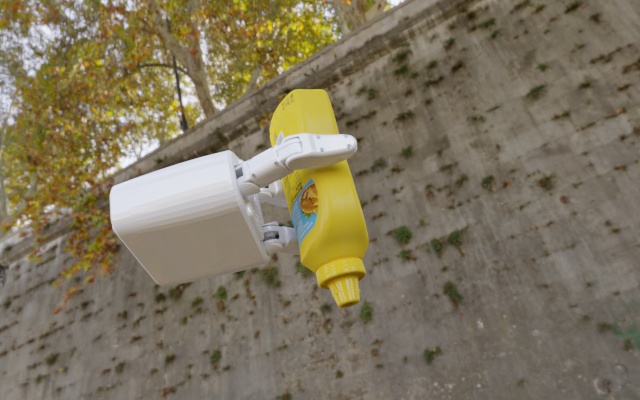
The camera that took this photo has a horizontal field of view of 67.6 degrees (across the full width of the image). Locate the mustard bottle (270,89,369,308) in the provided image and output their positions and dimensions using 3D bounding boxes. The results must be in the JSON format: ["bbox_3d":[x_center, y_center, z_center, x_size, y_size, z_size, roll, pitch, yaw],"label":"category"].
[{"bbox_3d":[0.000,0.001,0.429,0.058,0.191,0.096,-4,-28,-21],"label":"mustard bottle"}]
